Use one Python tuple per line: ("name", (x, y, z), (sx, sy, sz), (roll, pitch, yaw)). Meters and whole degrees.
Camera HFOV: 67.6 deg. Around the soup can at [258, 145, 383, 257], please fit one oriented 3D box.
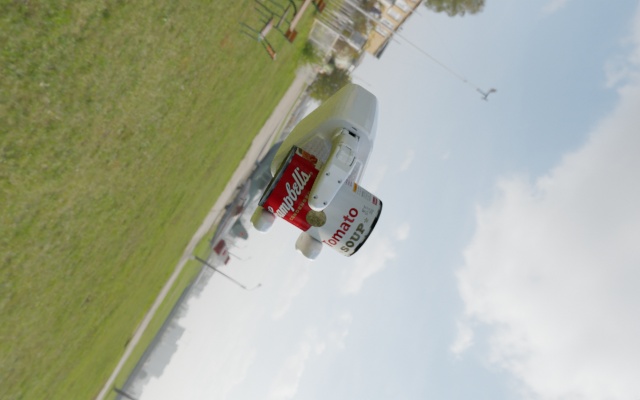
("soup can", (0.000, 0.002, 0.462), (0.102, 0.068, 0.068), (32, -5, -9))
